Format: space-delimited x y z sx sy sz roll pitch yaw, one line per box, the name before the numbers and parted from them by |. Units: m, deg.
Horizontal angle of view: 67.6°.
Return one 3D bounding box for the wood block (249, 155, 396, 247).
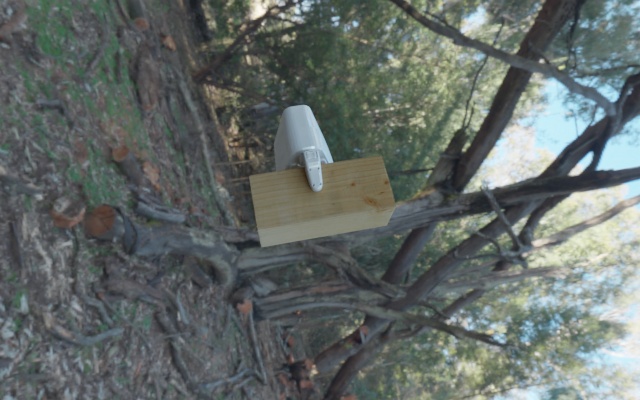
wood block | 0.000 0.002 0.743 0.206 0.090 0.091 -10 -22 -6
